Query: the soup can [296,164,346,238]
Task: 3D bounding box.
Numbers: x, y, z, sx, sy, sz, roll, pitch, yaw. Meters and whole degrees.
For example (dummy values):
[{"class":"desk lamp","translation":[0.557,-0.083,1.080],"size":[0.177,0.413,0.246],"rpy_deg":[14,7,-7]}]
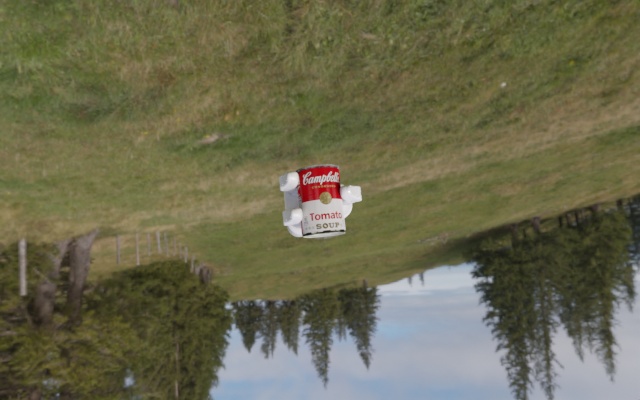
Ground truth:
[{"class":"soup can","translation":[0.000,0.003,0.726],"size":[0.068,0.102,0.068],"rpy_deg":[-6,-8,-1]}]
